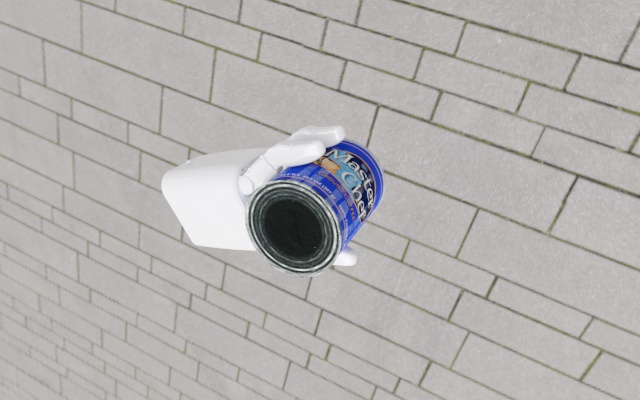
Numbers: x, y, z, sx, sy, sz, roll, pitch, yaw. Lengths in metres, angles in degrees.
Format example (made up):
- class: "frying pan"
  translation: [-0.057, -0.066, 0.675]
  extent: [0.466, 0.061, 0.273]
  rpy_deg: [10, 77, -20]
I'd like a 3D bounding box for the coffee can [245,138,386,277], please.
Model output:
- class: "coffee can"
  translation: [0.000, 0.002, 0.508]
  extent: [0.103, 0.103, 0.140]
  rpy_deg: [0, 22, 26]
